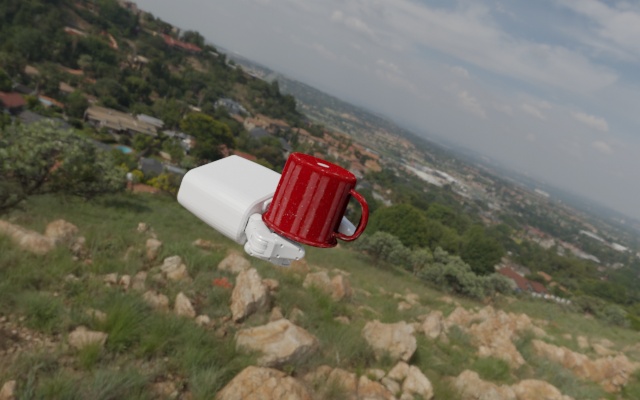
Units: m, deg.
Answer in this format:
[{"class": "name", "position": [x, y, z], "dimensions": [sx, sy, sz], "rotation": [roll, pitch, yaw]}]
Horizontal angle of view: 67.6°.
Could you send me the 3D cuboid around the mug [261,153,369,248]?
[{"class": "mug", "position": [0.001, 0.002, 0.533], "dimensions": [0.117, 0.081, 0.093], "rotation": [26, 13, 23]}]
